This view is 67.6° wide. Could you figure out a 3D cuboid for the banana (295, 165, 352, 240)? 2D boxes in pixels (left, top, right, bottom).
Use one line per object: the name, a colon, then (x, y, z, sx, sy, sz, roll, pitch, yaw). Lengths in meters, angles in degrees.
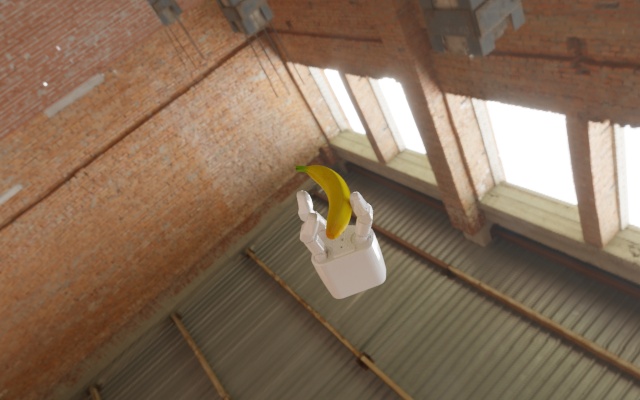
banana: (0.016, -0.006, 0.797, 0.069, 0.037, 0.197, -22, 40, -5)
